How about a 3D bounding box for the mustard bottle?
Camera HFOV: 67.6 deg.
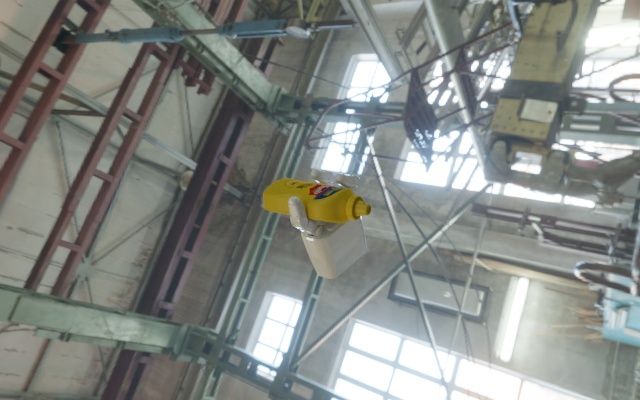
[{"bbox_3d":[0.000,0.002,0.833,0.191,0.058,0.096,10,19,33],"label":"mustard bottle"}]
